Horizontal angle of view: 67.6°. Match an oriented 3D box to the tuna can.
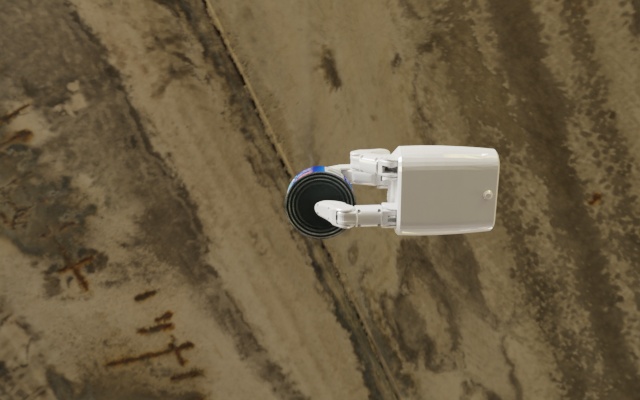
[{"bbox_3d":[0.000,0.002,0.585,0.086,0.086,0.033,0,19,-1],"label":"tuna can"}]
